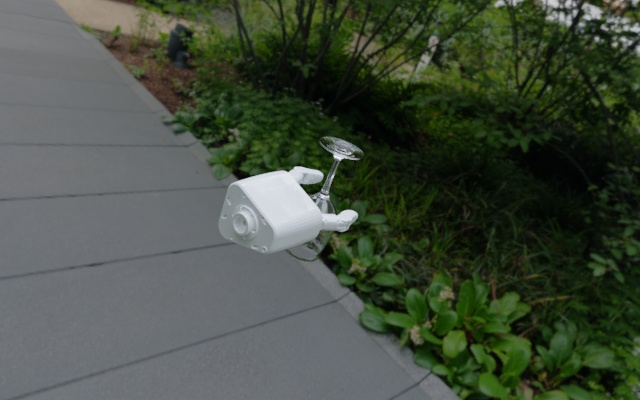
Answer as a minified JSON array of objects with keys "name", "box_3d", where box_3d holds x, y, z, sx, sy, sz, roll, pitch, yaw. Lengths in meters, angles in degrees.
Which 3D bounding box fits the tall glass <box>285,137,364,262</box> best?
[{"name":"tall glass","box_3d":[0.000,0.002,0.777,0.079,0.201,0.079,17,25,-8]}]
